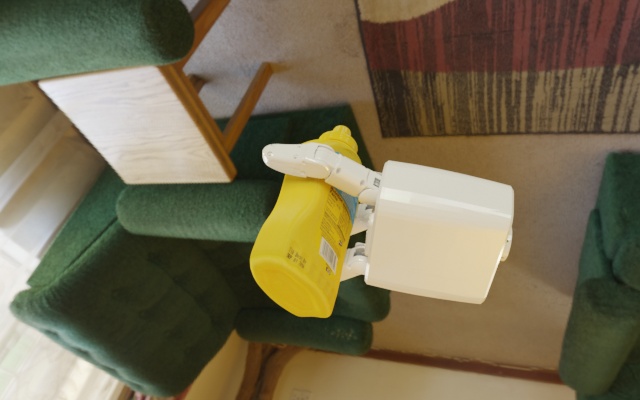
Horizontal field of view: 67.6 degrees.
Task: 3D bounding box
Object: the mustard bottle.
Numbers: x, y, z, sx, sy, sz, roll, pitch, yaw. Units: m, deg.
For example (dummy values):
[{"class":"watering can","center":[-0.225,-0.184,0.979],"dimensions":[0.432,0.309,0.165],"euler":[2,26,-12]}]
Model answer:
[{"class":"mustard bottle","center":[0.000,0.002,0.438],"dimensions":[0.058,0.191,0.096],"euler":[-6,-42,29]}]
